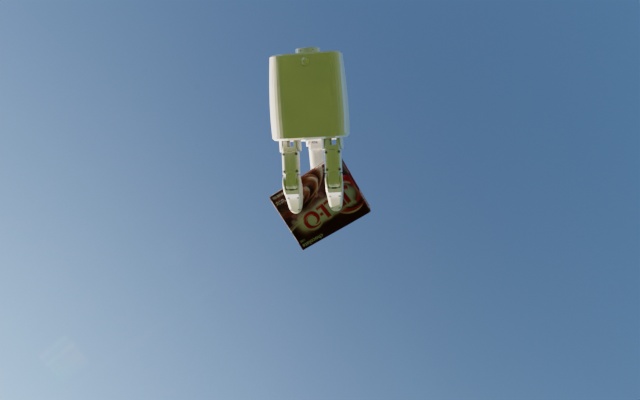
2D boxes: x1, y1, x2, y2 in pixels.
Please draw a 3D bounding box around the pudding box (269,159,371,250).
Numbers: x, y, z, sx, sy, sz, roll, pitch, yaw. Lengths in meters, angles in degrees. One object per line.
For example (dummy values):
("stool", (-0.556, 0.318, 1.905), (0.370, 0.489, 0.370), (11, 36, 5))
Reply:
("pudding box", (0.000, 0.002, 0.666), (0.113, 0.090, 0.039), (-30, 8, 10))
